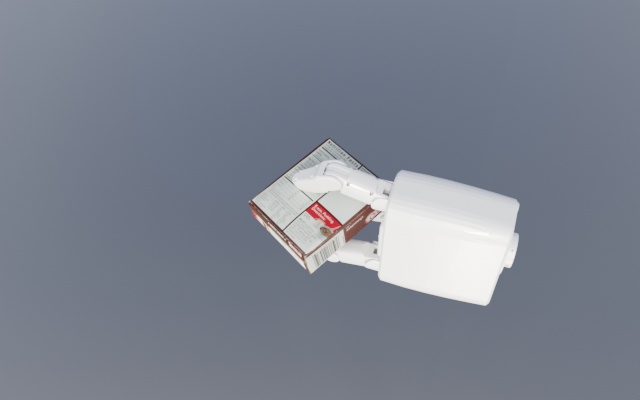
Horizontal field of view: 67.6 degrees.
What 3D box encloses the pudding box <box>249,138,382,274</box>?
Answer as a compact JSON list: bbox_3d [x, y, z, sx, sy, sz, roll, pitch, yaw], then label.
[{"bbox_3d":[0.000,0.002,0.476,0.090,0.113,0.039,42,-20,27],"label":"pudding box"}]
